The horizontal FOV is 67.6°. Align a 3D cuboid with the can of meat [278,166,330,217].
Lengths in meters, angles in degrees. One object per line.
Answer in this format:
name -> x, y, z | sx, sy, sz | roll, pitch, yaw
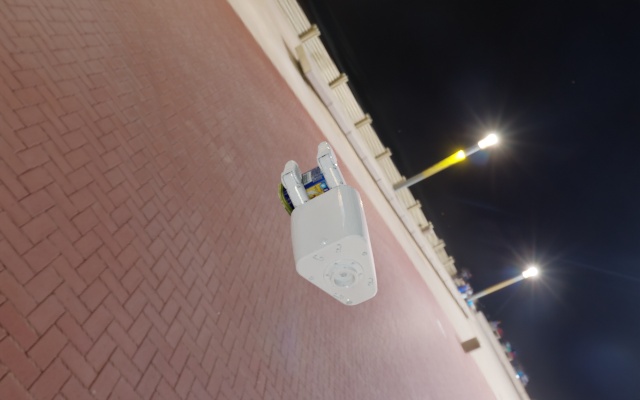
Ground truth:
can of meat -> 0.000, 0.002, 0.698 | 0.084, 0.102, 0.057 | -27, 29, 13
